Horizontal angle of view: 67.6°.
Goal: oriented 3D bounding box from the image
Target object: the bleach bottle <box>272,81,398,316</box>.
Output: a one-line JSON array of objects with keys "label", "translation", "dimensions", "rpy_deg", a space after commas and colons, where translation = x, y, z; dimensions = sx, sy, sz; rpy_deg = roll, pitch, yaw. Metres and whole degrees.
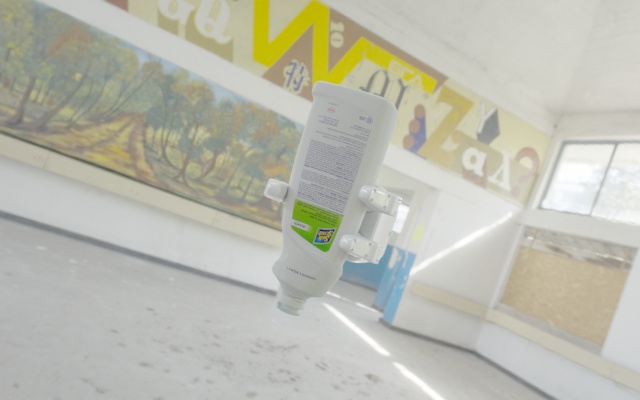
[{"label": "bleach bottle", "translation": [0.000, 0.002, 0.533], "dimensions": [0.102, 0.251, 0.068], "rpy_deg": [20, -2, 21]}]
